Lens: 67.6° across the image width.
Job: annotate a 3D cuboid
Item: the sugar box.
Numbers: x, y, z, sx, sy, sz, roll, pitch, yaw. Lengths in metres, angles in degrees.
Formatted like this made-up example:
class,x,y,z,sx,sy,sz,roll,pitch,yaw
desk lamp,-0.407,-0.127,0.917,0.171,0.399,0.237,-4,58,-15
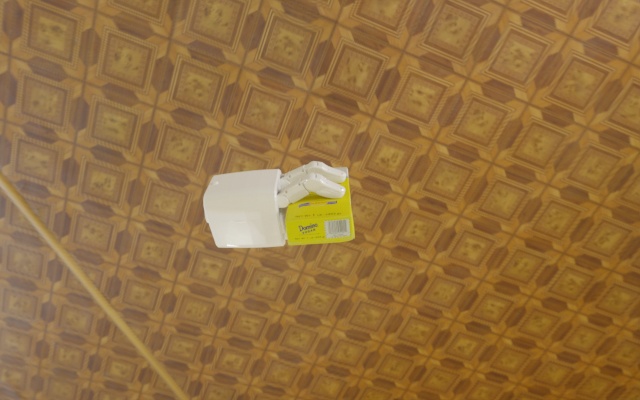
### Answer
class,x,y,z,sx,sy,sz,roll,pitch,yaw
sugar box,0.000,0.002,0.722,0.093,0.048,0.176,-4,28,2
